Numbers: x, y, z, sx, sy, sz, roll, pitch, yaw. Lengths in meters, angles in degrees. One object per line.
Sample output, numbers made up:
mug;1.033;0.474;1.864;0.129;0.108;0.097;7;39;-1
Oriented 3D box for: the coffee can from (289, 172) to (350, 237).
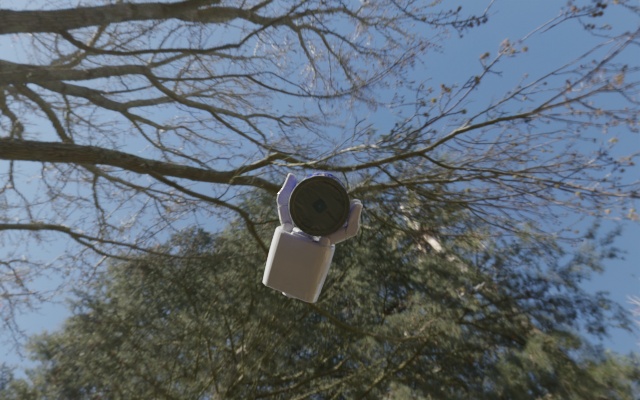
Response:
coffee can;0.000;0.003;0.859;0.103;0.103;0.140;0;6;2
